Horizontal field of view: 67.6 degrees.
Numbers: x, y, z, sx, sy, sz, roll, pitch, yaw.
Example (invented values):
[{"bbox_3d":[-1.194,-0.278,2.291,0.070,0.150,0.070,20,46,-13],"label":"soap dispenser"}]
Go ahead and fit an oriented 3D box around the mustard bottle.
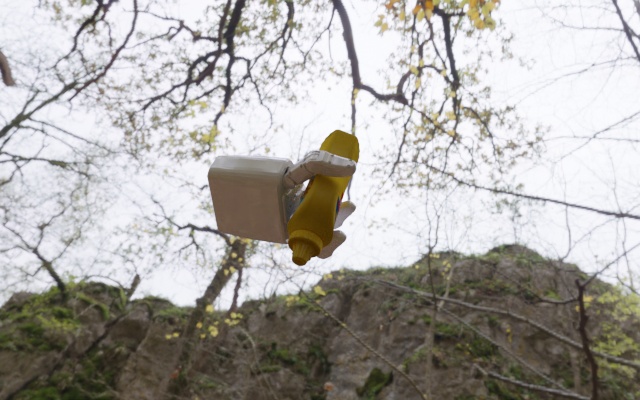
[{"bbox_3d":[0.000,0.002,0.611,0.058,0.191,0.096,22,-40,-1],"label":"mustard bottle"}]
